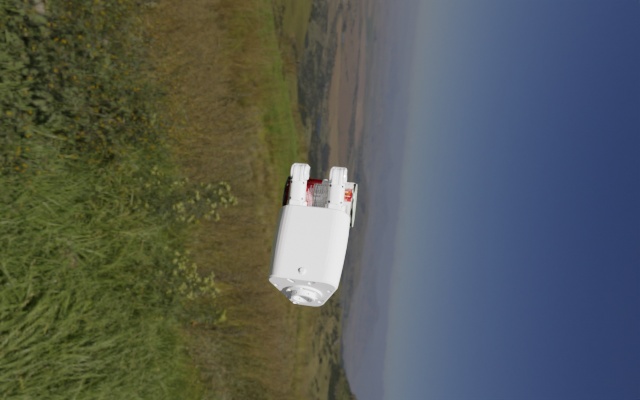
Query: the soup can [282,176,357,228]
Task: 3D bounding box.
[{"bbox_3d":[0.000,0.002,0.707,0.102,0.068,0.068,6,1,7],"label":"soup can"}]
